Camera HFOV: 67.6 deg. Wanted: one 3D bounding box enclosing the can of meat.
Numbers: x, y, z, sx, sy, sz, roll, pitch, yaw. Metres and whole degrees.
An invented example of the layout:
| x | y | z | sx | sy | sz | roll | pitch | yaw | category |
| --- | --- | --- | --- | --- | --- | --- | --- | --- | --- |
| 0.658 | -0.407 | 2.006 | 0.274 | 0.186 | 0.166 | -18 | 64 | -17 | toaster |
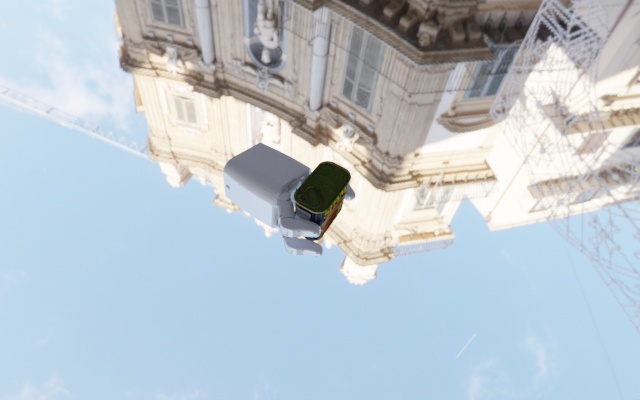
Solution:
| x | y | z | sx | sy | sz | roll | pitch | yaw | category |
| --- | --- | --- | --- | --- | --- | --- | --- | --- | --- |
| 0.000 | 0.003 | 0.752 | 0.057 | 0.102 | 0.084 | 28 | -35 | 14 | can of meat |
